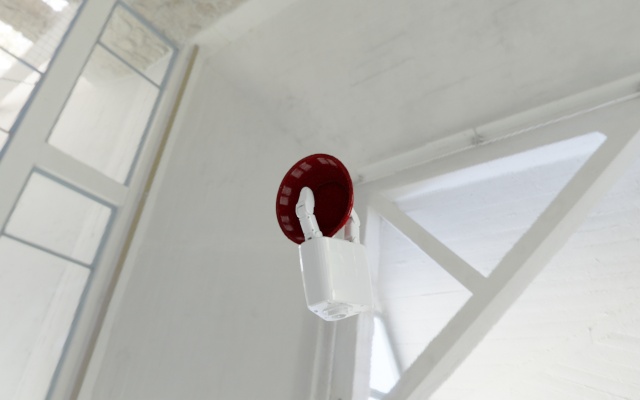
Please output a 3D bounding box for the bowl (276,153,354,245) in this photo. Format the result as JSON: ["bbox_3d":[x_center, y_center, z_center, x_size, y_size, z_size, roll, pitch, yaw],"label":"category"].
[{"bbox_3d":[0.000,0.002,0.830,0.162,0.162,0.055,0,-12,36],"label":"bowl"}]
